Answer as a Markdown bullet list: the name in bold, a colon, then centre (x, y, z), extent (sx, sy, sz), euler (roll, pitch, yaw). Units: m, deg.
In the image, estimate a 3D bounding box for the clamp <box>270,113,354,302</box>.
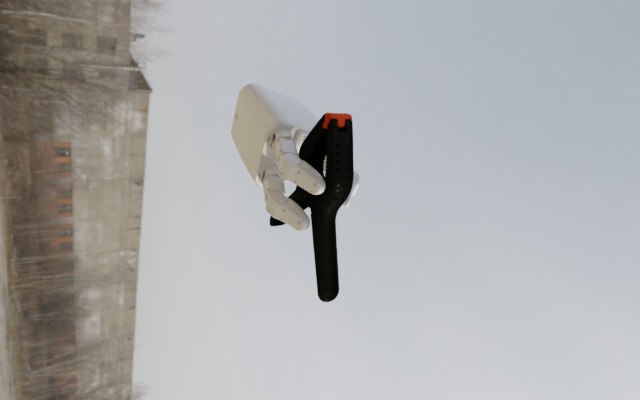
- **clamp**: centre (0.001, 0.001, 0.555), extent (0.036, 0.210, 0.164), euler (-5, 42, -32)
